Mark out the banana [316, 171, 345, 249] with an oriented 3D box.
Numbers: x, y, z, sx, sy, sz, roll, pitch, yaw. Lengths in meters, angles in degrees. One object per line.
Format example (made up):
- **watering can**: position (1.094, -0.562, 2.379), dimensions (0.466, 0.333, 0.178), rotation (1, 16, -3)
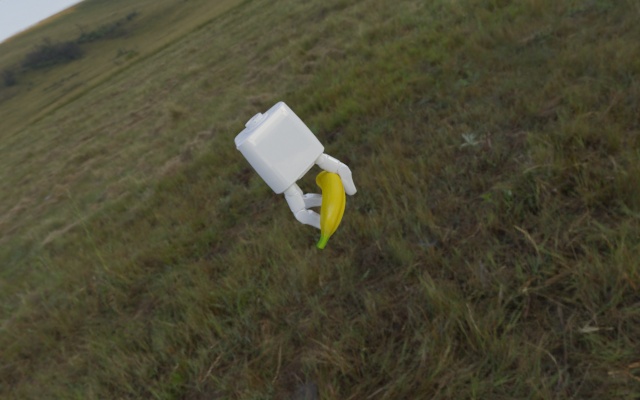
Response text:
- **banana**: position (0.012, -0.007, 0.799), dimensions (0.037, 0.070, 0.197), rotation (36, 28, -21)
